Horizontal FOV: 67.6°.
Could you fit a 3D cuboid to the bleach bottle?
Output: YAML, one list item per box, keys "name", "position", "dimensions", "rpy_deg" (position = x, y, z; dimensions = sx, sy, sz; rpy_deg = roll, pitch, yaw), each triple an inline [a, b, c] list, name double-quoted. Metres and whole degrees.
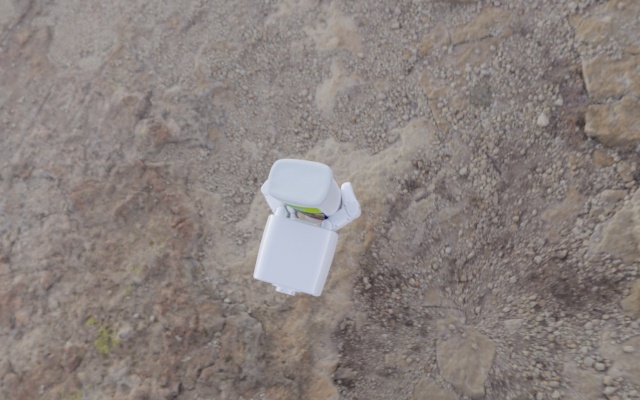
- name: "bleach bottle"
  position: [0.000, 0.003, 0.811]
  dimensions: [0.102, 0.068, 0.251]
  rpy_deg: [11, -11, 19]
